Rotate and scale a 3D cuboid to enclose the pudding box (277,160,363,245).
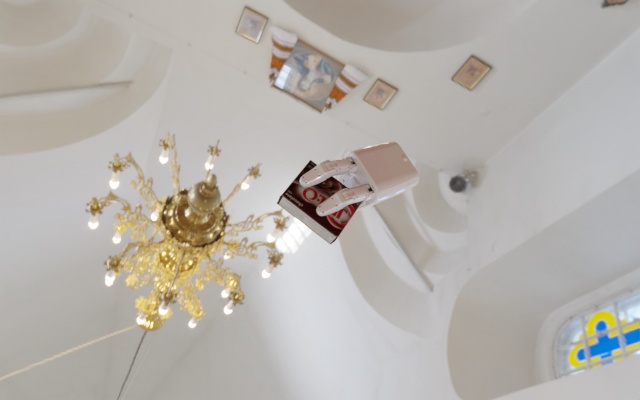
[{"bbox_3d":[0.000,0.003,0.773,0.113,0.090,0.039,36,-36,1],"label":"pudding box"}]
